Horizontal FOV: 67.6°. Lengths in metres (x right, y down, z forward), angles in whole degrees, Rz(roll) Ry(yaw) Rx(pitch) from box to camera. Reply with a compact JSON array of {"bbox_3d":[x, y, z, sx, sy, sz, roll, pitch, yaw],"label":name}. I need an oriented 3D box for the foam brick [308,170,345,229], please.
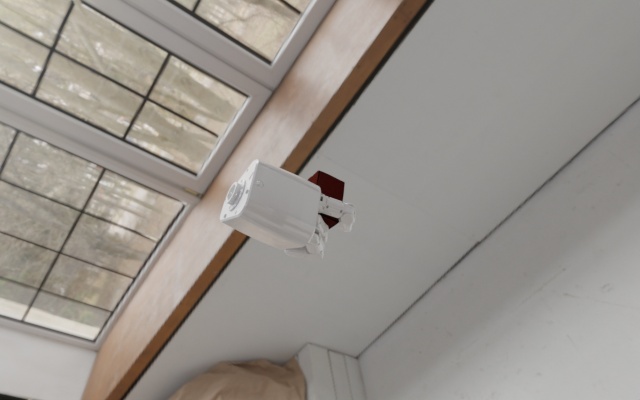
[{"bbox_3d":[0.000,0.002,0.750,0.051,0.078,0.053,24,-36,-22],"label":"foam brick"}]
